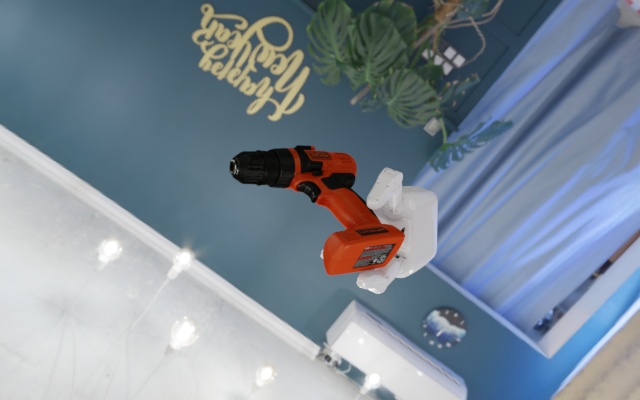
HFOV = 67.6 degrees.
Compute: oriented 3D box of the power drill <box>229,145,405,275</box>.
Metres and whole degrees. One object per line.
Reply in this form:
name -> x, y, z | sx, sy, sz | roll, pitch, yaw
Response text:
power drill -> 0.001, 0.002, 0.579 | 0.184, 0.057, 0.187 | -4, 45, -35
